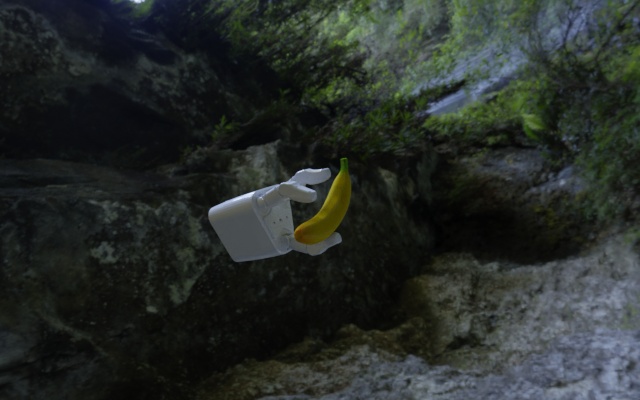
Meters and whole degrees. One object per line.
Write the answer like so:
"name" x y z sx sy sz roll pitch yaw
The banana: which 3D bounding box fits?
"banana" 0.009 0.015 0.730 0.037 0.070 0.197 -10 32 30
